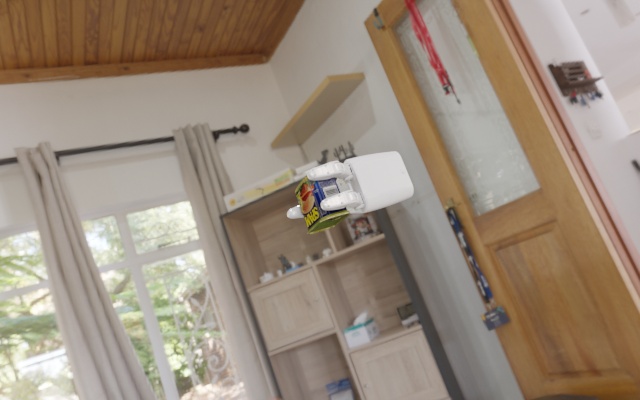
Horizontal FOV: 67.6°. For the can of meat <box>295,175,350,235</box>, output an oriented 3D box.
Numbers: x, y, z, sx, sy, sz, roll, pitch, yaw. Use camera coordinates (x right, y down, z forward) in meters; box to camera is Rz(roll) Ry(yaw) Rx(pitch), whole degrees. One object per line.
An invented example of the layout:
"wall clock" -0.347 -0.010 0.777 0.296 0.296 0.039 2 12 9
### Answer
"can of meat" 0.000 0.002 0.824 0.057 0.084 0.102 -15 -13 -23
